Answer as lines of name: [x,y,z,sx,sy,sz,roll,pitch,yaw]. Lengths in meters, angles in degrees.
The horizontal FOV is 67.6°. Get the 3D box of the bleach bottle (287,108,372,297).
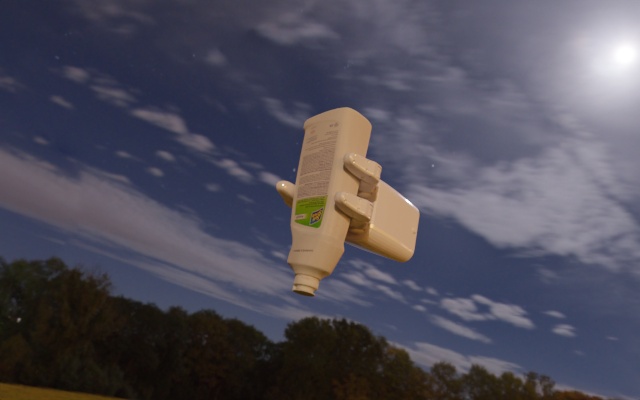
bleach bottle: [0.000,0.002,0.639,0.068,0.250,0.102,30,-27,-36]
